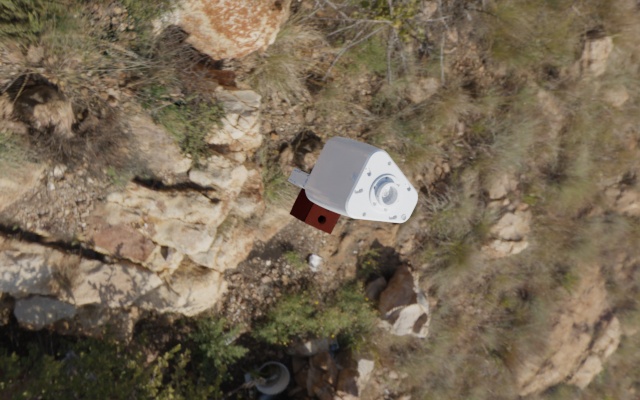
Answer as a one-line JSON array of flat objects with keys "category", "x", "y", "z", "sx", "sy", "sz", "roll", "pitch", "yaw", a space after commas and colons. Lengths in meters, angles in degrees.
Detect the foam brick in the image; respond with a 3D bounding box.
[{"category": "foam brick", "x": 0.000, "y": 0.003, "z": 0.711, "sx": 0.053, "sy": 0.078, "sz": 0.051, "roll": 26, "pitch": 0, "yaw": -33}]
